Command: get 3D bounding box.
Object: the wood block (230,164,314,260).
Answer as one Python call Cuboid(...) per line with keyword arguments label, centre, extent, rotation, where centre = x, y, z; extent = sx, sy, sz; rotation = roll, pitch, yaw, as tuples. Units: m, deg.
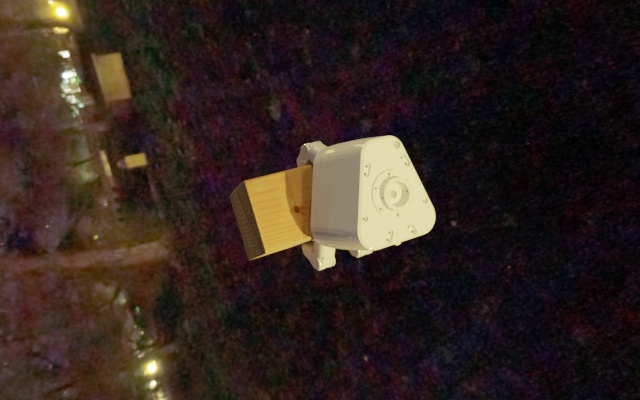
Cuboid(label="wood block", centre=(0.000, 0.002, 0.623), extent=(0.206, 0.091, 0.090), rotation=(-15, -6, -24))
